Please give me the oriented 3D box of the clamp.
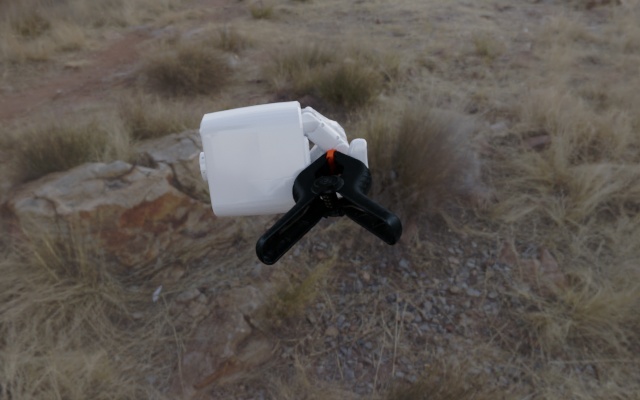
[{"bbox_3d":[0.000,0.001,0.444,0.120,0.039,0.171,-9,26,-1],"label":"clamp"}]
